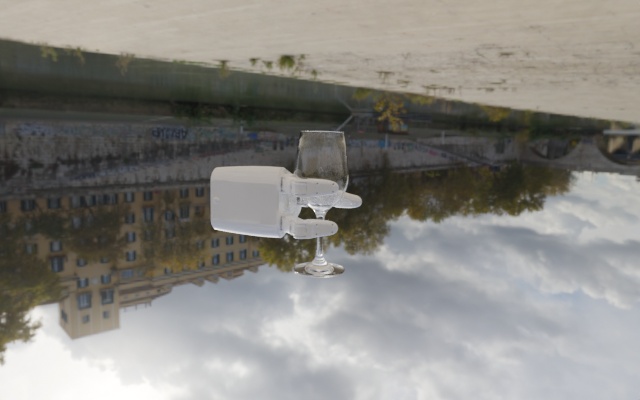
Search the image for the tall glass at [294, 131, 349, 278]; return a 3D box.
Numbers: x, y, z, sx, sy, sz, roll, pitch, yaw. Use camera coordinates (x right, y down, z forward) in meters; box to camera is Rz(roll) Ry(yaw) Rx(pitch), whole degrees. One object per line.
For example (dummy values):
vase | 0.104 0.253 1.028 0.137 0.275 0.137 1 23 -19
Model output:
tall glass | 0.000 0.003 0.679 0.079 0.201 0.079 2 8 0
